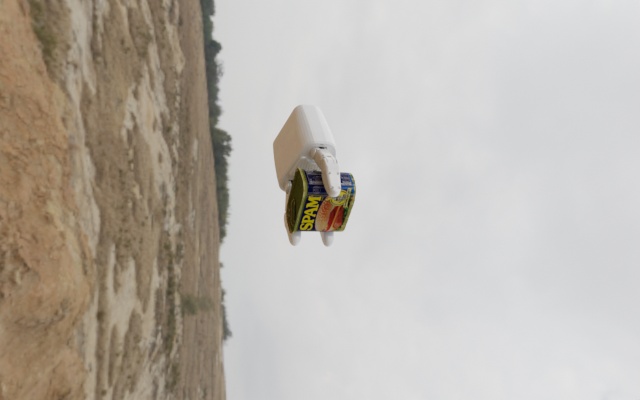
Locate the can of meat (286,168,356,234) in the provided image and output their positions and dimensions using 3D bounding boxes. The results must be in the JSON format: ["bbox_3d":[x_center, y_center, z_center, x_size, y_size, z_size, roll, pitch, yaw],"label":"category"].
[{"bbox_3d":[0.000,0.002,0.721,0.084,0.102,0.057,1,41,-19],"label":"can of meat"}]
